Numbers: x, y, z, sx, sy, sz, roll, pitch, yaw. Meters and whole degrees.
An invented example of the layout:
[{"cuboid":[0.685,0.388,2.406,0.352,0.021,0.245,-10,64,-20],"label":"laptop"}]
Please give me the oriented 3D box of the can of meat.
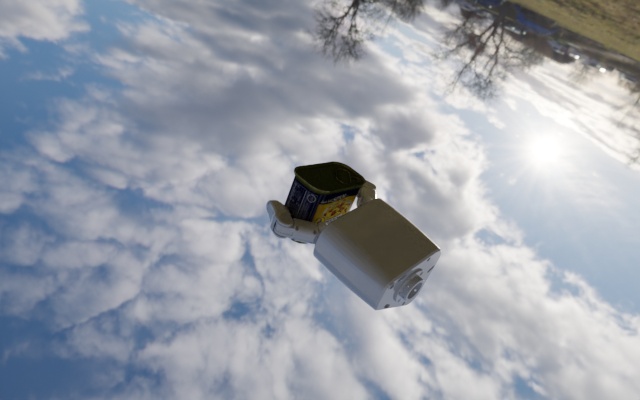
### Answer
[{"cuboid":[0.000,0.002,0.618,0.057,0.084,0.102,39,32,29],"label":"can of meat"}]
